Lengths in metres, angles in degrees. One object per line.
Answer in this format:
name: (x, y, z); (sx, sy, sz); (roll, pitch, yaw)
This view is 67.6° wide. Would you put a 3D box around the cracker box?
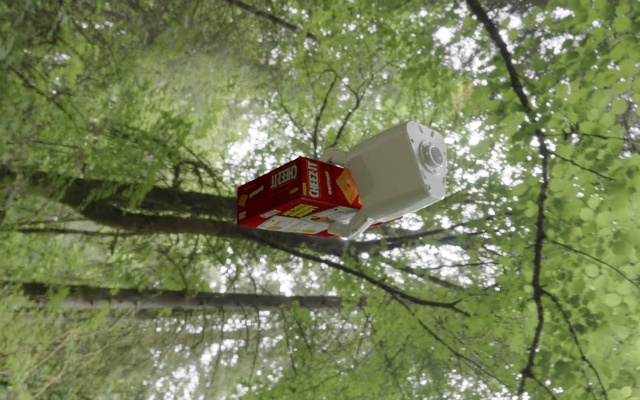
cracker box: (0.000, 0.003, 0.758); (0.214, 0.072, 0.164); (12, -23, -40)
